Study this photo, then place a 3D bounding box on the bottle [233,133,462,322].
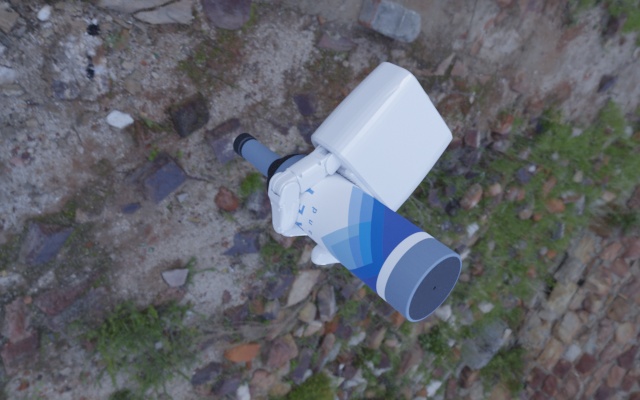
[{"bbox_3d":[0.000,0.002,0.474,0.069,0.069,0.295,0,28,-45],"label":"bottle"}]
